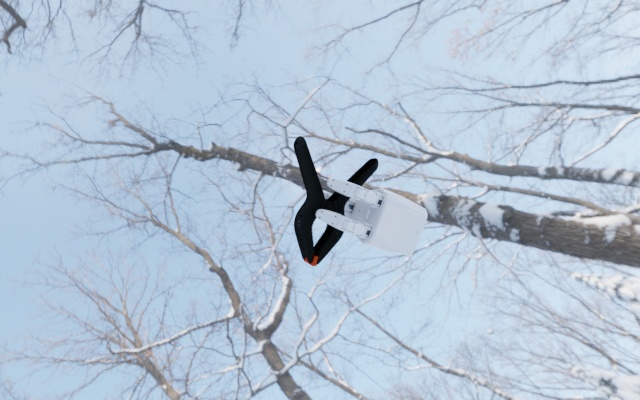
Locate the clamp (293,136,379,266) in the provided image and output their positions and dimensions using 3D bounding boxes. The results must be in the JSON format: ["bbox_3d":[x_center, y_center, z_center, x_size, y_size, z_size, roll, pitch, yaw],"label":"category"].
[{"bbox_3d":[0.000,0.003,0.794,0.164,0.210,0.036,20,0,-30],"label":"clamp"}]
